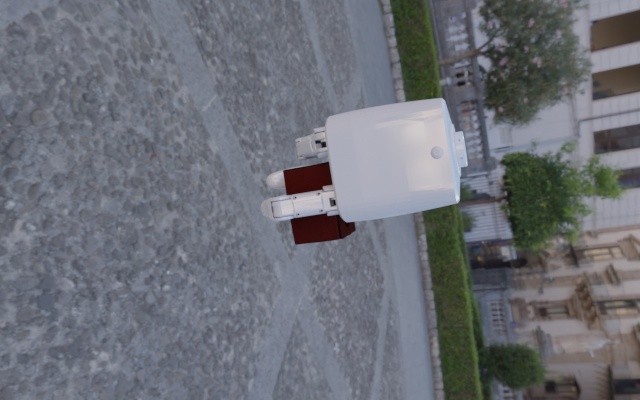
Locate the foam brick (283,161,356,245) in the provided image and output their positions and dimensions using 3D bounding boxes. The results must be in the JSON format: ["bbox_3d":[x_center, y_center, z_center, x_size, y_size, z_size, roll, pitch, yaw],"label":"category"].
[{"bbox_3d":[0.000,0.002,0.485,0.051,0.078,0.053,-8,3,19],"label":"foam brick"}]
